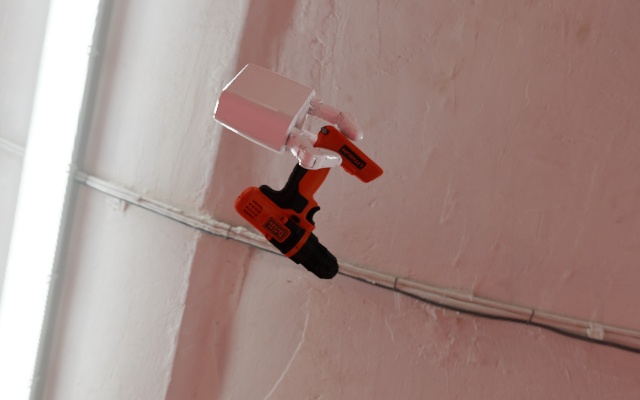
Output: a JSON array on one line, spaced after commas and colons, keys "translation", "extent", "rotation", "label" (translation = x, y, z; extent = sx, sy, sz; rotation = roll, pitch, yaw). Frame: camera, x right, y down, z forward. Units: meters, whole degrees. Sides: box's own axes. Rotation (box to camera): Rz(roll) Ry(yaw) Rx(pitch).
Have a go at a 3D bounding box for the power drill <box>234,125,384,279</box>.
[{"translation": [0.000, 0.002, 0.682], "extent": [0.184, 0.187, 0.057], "rotation": [41, 6, -15], "label": "power drill"}]
